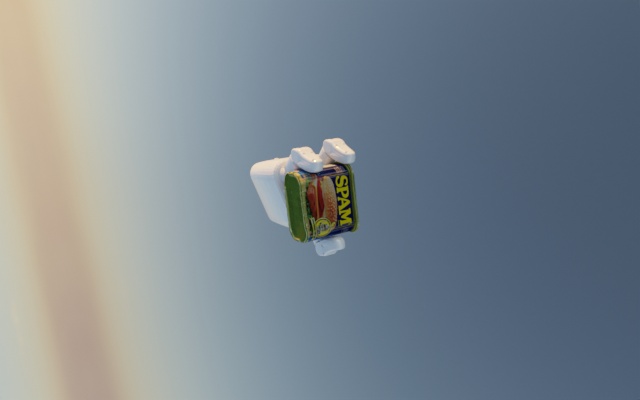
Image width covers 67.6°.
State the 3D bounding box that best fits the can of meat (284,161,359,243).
[{"bbox_3d":[0.000,0.002,0.660,0.084,0.102,0.057,-12,12,-28],"label":"can of meat"}]
